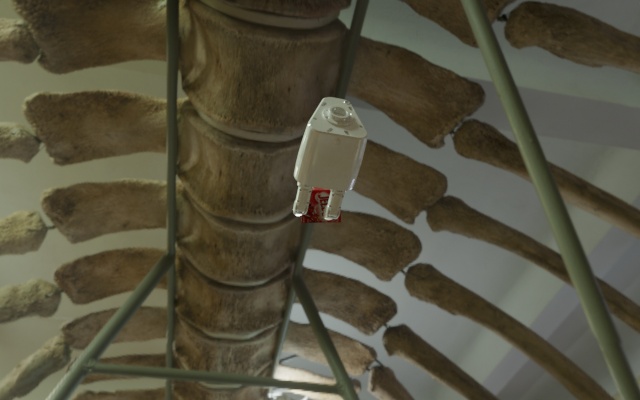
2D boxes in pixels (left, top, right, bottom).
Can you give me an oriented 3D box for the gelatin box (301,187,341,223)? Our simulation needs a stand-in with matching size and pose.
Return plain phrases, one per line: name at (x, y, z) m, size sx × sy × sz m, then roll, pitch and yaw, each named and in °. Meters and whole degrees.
gelatin box at (0.000, 0.003, 0.852) m, size 0.073 × 0.030 × 0.089 m, roll -1°, pitch -42°, yaw 1°
